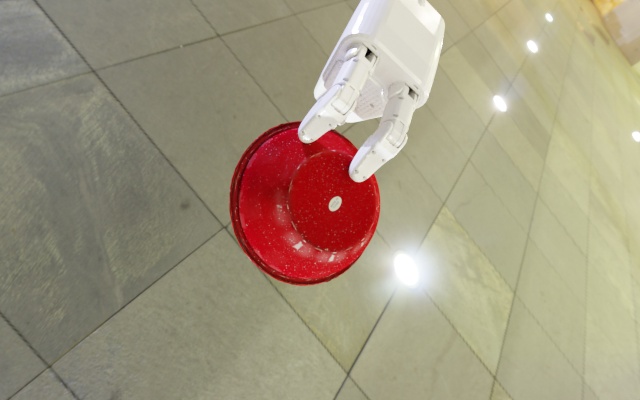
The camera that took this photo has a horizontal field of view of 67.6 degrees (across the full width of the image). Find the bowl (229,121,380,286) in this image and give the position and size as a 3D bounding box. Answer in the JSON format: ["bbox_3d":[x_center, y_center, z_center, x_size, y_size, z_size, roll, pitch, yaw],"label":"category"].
[{"bbox_3d":[0.000,0.003,0.446,0.162,0.162,0.055,0,-2,-28],"label":"bowl"}]
